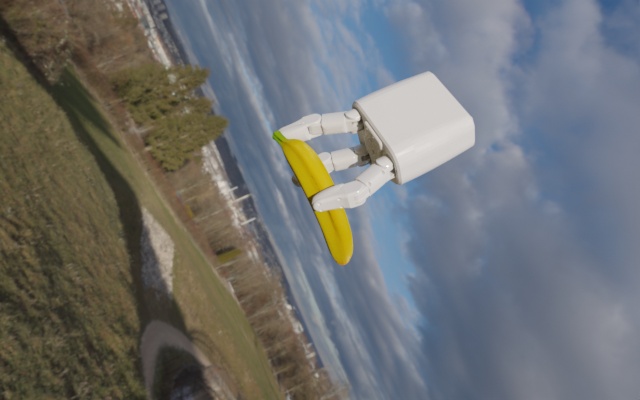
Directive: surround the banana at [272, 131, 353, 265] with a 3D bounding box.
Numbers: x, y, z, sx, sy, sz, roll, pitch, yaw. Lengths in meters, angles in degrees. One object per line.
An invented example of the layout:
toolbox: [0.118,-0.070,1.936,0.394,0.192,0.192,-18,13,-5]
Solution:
banana: [0.004,0.003,0.580,0.037,0.198,0.069,-28,19,-8]
